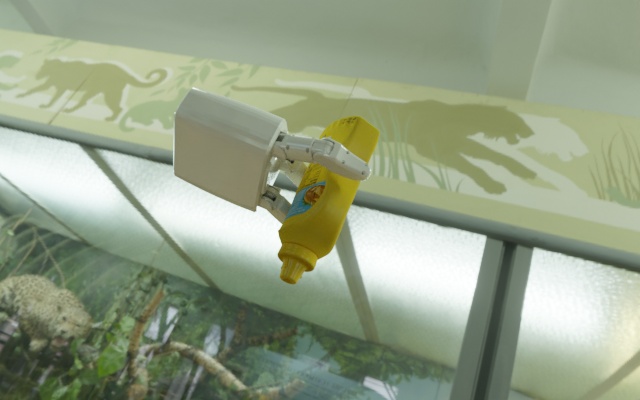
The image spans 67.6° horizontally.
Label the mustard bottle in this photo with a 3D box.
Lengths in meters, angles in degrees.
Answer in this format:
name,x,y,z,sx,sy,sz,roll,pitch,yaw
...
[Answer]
name,x,y,z,sx,sy,sz,roll,pitch,yaw
mustard bottle,0.000,0.002,0.520,0.058,0.191,0.096,34,-29,-19
